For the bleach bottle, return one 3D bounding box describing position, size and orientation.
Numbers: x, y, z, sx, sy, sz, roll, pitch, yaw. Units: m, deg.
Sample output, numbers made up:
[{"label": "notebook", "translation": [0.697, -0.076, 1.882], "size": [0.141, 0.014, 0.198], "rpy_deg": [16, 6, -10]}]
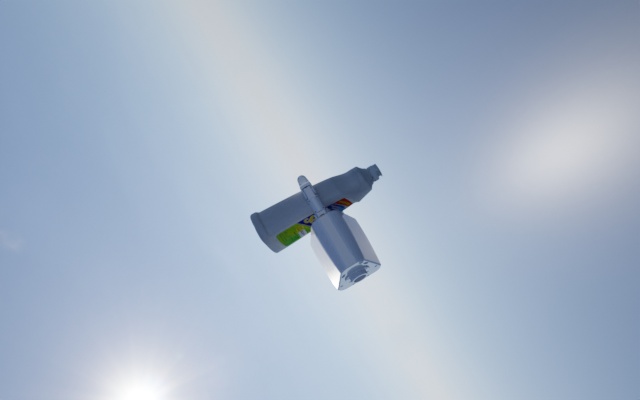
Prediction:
[{"label": "bleach bottle", "translation": [0.000, 0.003, 0.893], "size": [0.251, 0.068, 0.103], "rpy_deg": [-31, -27, 0]}]
